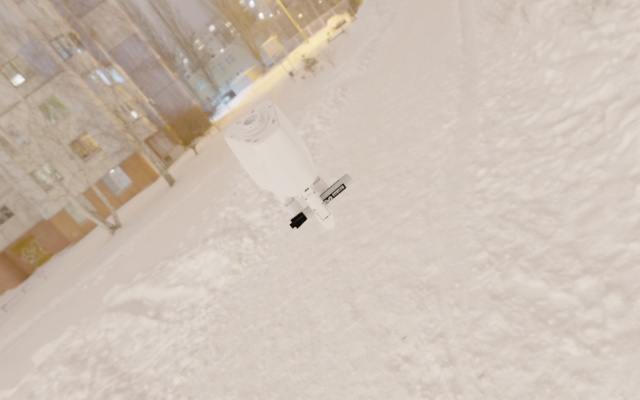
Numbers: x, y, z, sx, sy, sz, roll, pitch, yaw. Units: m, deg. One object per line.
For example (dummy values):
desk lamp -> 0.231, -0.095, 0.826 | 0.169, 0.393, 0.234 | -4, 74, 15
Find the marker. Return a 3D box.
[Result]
marker -> 0.000, 0.002, 0.744 | 0.121, 0.020, 0.020 | -39, 5, -6
